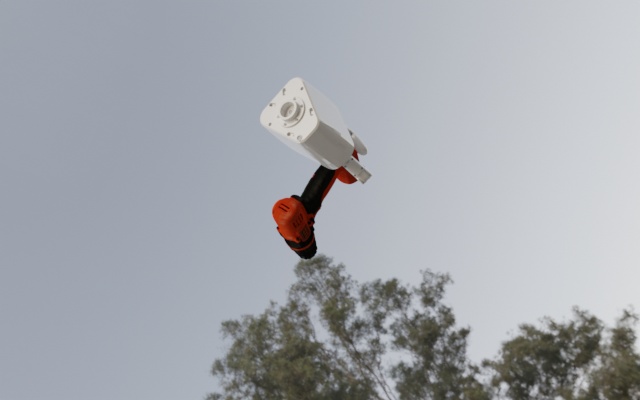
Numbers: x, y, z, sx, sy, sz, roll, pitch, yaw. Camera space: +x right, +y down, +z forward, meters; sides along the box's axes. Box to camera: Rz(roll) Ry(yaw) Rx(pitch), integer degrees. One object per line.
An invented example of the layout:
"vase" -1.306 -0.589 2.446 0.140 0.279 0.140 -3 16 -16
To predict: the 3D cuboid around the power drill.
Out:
"power drill" 0.000 0.002 0.827 0.057 0.187 0.184 28 -19 22
